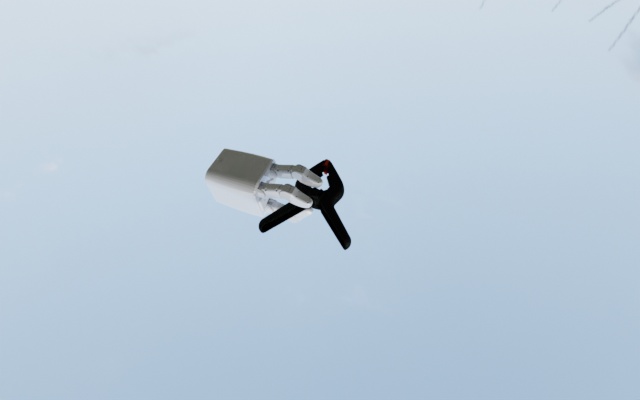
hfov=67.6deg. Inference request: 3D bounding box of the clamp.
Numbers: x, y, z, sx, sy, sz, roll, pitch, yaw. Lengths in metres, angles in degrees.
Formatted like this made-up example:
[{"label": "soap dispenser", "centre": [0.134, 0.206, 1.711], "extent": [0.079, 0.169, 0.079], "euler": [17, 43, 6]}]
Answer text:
[{"label": "clamp", "centre": [0.000, 0.003, 0.887], "extent": [0.164, 0.036, 0.209], "euler": [17, 47, 11]}]
